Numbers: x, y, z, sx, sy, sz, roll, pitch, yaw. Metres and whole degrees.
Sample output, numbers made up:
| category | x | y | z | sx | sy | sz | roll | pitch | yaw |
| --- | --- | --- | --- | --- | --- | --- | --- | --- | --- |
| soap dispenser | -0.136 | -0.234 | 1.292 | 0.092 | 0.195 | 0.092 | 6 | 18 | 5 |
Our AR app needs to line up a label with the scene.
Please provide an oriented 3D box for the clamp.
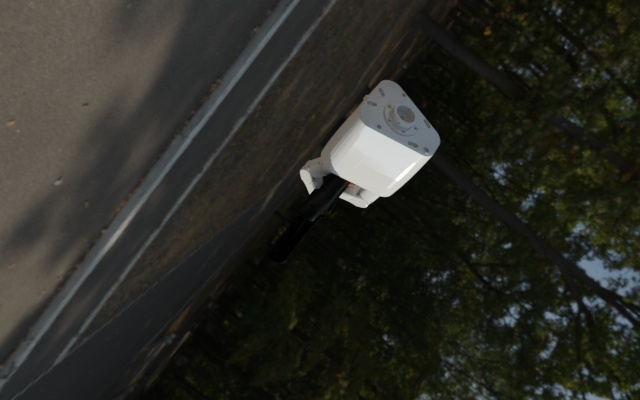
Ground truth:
| category | x | y | z | sx | sy | sz | roll | pitch | yaw |
| --- | --- | --- | --- | --- | --- | --- | --- | --- | --- |
| clamp | 0.001 | 0.002 | 0.630 | 0.171 | 0.039 | 0.120 | -51 | 3 | -35 |
